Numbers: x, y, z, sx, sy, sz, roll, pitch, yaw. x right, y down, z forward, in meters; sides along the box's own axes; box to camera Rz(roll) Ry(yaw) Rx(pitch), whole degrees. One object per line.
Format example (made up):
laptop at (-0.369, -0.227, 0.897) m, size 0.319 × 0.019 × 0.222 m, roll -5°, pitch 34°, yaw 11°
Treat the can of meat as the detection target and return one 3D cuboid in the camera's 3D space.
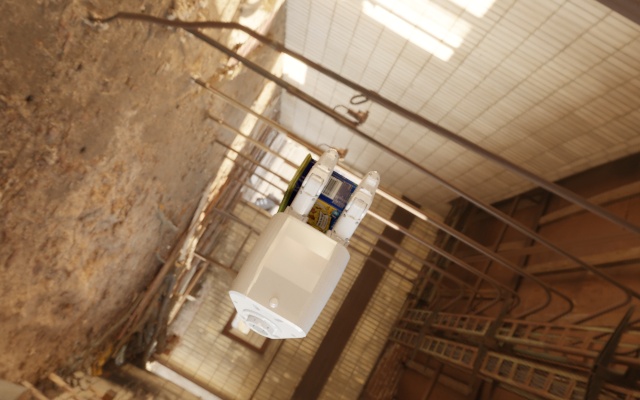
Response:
can of meat at (0.000, 0.002, 0.590) m, size 0.084 × 0.057 × 0.102 m, roll 30°, pitch -32°, yaw 1°
